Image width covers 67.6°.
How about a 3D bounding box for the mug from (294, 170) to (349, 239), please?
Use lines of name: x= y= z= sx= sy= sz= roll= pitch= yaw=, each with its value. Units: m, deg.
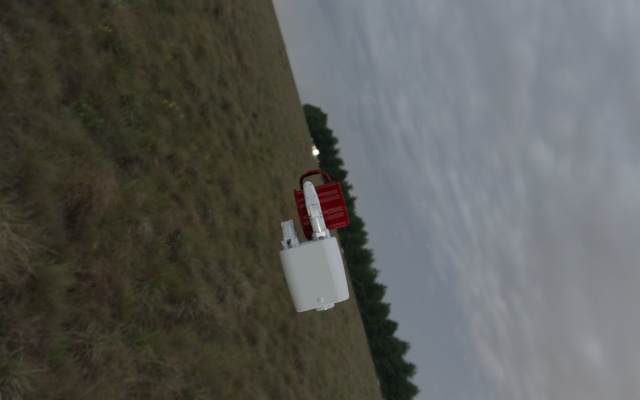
mug: x=0.000 y=0.001 z=0.849 sx=0.081 sy=0.117 sz=0.093 roll=-14 pitch=-4 yaw=1
